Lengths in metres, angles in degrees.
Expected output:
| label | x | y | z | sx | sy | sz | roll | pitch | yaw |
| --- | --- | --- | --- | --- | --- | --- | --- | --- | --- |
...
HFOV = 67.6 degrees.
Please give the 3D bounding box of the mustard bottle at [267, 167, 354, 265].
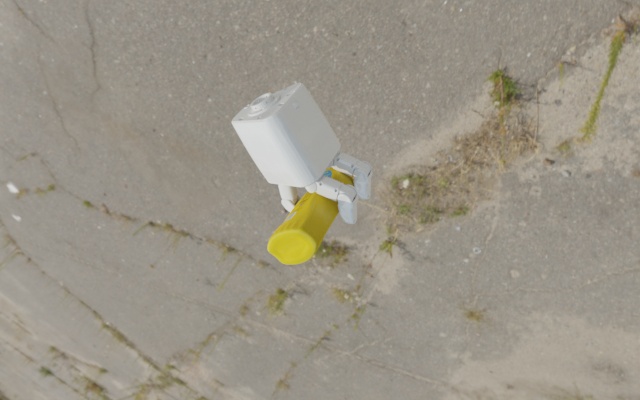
| label | x | y | z | sx | sy | sz | roll | pitch | yaw |
| --- | --- | --- | --- | --- | --- | --- | --- | --- | --- |
| mustard bottle | 0.000 | 0.003 | 0.689 | 0.058 | 0.191 | 0.096 | 41 | -39 | -10 |
